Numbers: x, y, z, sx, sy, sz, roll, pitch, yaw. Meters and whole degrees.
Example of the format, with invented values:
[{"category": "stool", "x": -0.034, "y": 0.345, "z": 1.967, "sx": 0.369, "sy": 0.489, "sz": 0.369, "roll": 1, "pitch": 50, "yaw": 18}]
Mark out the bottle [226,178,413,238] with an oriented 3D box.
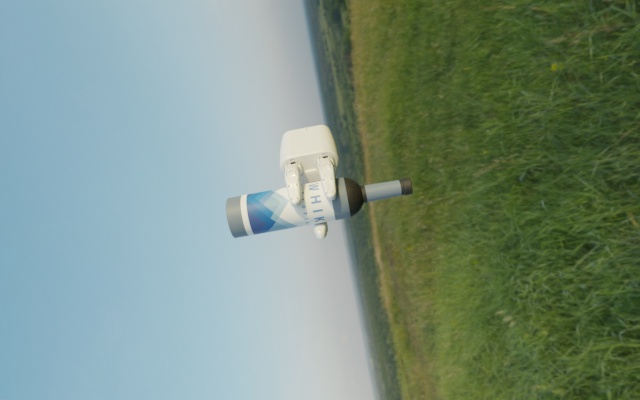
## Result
[{"category": "bottle", "x": 0.000, "y": 0.003, "z": 0.771, "sx": 0.296, "sy": 0.069, "sz": 0.069, "roll": -10, "pitch": 0, "yaw": 2}]
